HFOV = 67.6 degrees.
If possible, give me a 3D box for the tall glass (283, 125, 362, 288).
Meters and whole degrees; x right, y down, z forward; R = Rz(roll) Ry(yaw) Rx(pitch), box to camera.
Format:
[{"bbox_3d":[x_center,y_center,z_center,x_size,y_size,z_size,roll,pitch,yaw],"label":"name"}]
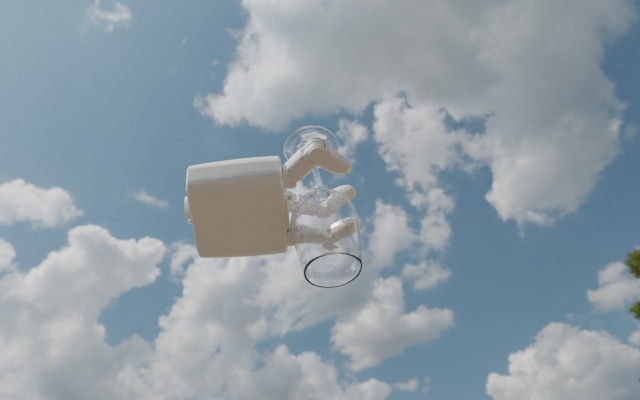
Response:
[{"bbox_3d":[0.000,0.001,0.561,0.079,0.200,0.079,-6,-43,-5],"label":"tall glass"}]
